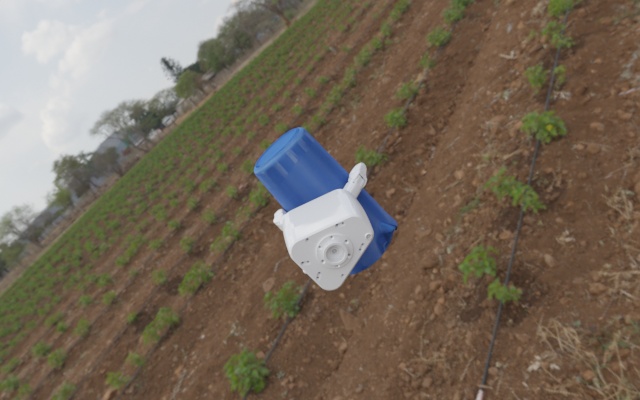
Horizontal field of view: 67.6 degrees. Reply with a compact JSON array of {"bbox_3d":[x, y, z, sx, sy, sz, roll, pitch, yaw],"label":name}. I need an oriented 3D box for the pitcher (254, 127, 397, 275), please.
[{"bbox_3d":[0.000,0.003,0.804,0.149,0.243,0.145,-40,19,8],"label":"pitcher"}]
